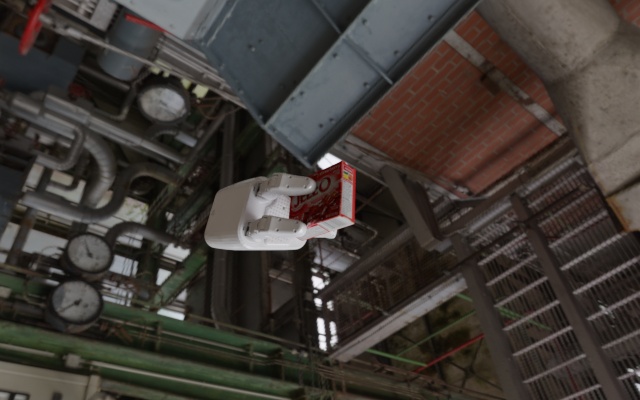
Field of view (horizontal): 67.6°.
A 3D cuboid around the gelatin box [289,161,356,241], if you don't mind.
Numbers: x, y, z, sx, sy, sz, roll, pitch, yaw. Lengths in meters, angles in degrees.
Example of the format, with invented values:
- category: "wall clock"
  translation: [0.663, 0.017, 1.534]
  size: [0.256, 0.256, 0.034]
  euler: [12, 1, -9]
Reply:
- category: "gelatin box"
  translation: [0.001, 0.002, 0.574]
  size: [0.089, 0.073, 0.030]
  euler: [-21, -37, 39]
